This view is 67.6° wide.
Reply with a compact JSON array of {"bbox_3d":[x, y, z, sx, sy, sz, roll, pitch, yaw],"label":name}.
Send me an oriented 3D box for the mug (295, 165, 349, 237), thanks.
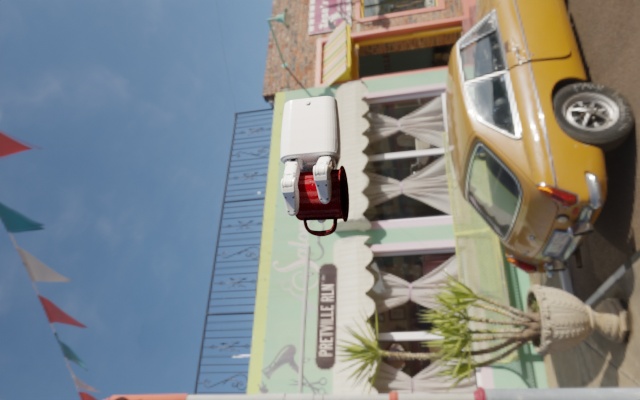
[{"bbox_3d":[0.000,0.004,0.784,0.081,0.117,0.093,-3,-19,12],"label":"mug"}]
